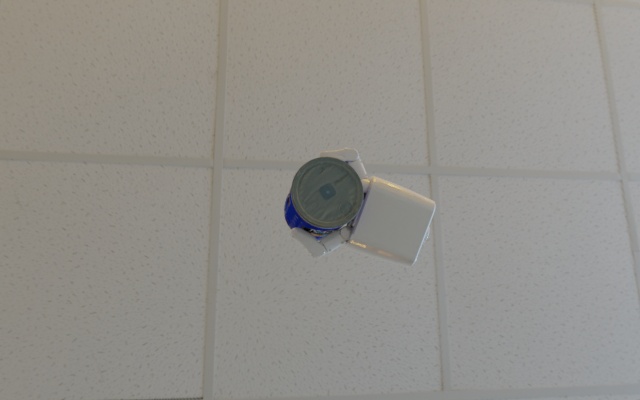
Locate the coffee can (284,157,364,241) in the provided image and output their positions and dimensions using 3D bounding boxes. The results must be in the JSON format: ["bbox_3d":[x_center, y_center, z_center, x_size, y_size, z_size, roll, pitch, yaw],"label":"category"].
[{"bbox_3d":[0.000,0.002,0.731,0.103,0.102,0.140,0,-12,-9],"label":"coffee can"}]
